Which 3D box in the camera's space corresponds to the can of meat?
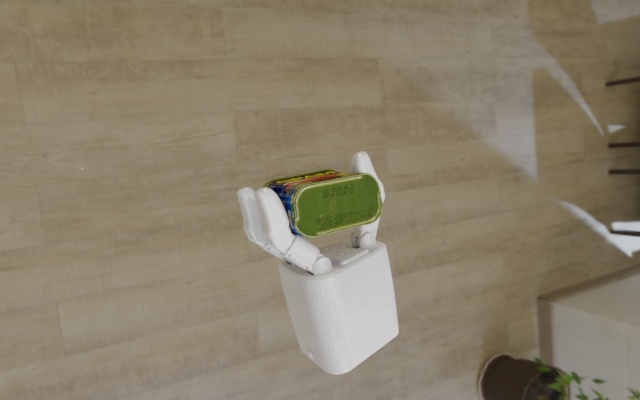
[{"bbox_3d":[0.000,0.002,0.489,0.102,0.057,0.084,-12,10,-25],"label":"can of meat"}]
